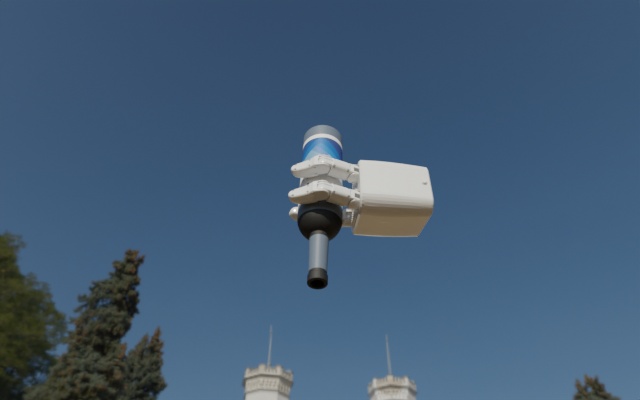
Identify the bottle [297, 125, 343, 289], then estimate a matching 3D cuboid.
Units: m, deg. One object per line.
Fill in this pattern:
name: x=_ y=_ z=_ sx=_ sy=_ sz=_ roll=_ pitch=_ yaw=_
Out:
bottle: x=0.000 y=0.002 z=0.722 sx=0.069 sy=0.295 sz=0.069 roll=1 pitch=-44 yaw=1
